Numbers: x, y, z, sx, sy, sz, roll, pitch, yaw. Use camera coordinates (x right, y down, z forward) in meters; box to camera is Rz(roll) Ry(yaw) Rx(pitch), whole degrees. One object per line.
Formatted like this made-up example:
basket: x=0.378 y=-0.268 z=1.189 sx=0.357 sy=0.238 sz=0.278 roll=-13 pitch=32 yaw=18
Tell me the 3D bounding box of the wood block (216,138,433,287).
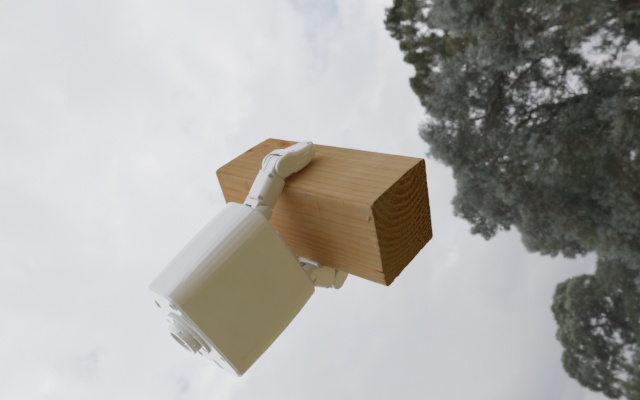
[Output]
wood block: x=0.000 y=0.002 z=0.493 sx=0.206 sy=0.091 sz=0.090 roll=13 pitch=38 yaw=39
